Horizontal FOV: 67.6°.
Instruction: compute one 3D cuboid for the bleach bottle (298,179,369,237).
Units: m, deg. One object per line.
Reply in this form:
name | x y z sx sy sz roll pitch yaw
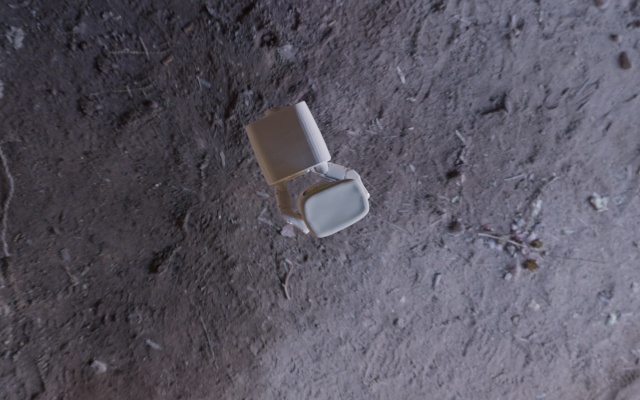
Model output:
bleach bottle | 0.000 0.003 0.806 0.102 0.068 0.251 -24 7 -9
